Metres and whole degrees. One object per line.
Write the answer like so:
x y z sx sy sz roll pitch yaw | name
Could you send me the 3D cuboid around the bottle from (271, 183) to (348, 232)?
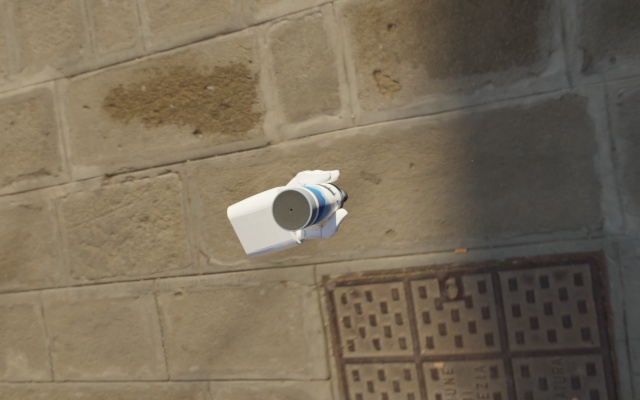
0.000 0.003 0.861 0.069 0.069 0.295 0 5 18 | bottle
